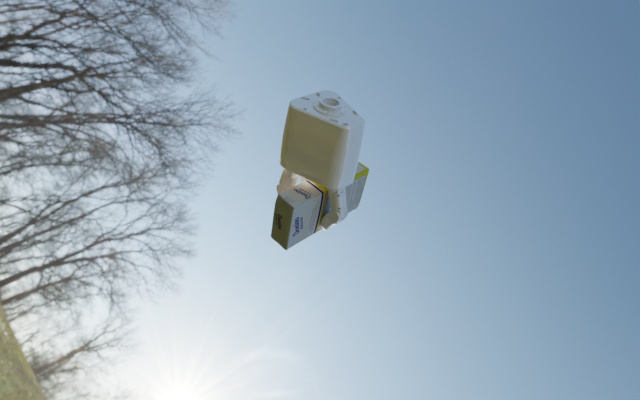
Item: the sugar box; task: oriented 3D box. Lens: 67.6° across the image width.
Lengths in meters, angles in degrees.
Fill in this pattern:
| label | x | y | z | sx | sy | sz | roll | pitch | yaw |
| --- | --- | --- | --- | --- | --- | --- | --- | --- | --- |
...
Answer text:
| label | x | y | z | sx | sy | sz | roll | pitch | yaw |
| --- | --- | --- | --- | --- | --- | --- | --- | --- | --- |
| sugar box | 0.000 | 0.002 | 0.782 | 0.176 | 0.093 | 0.048 | -25 | 52 | -37 |
